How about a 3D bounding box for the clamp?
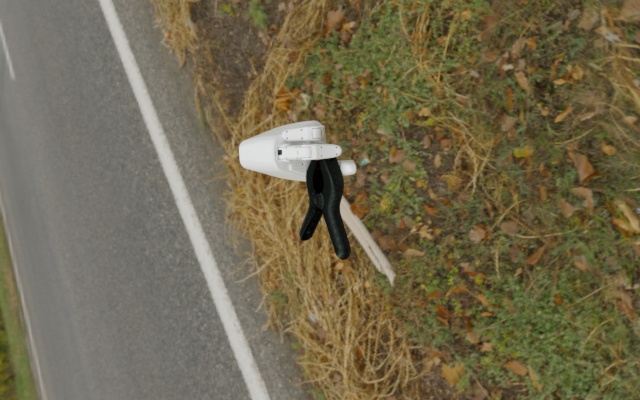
[{"bbox_3d":[0.000,0.002,0.754,0.039,0.171,0.120,-8,8,-41],"label":"clamp"}]
